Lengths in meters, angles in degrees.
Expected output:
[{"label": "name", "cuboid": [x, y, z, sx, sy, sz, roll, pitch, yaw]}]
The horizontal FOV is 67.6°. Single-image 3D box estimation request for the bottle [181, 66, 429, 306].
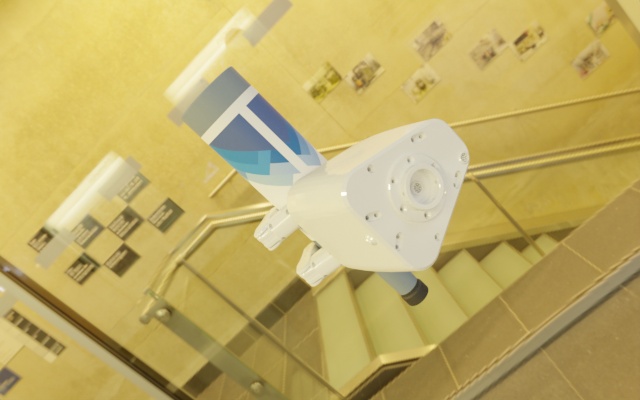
[{"label": "bottle", "cuboid": [0.000, 0.001, 0.465, 0.296, 0.069, 0.069, 44, -13, -14]}]
